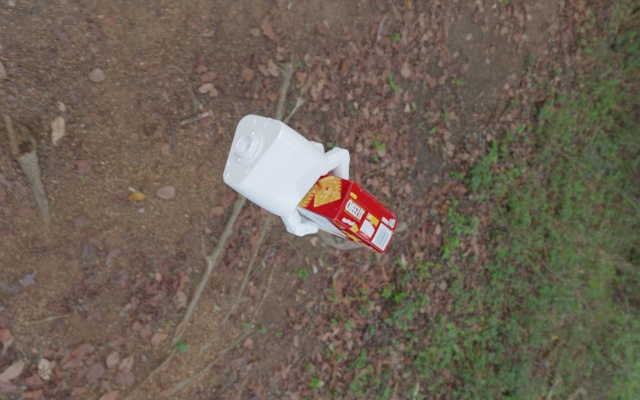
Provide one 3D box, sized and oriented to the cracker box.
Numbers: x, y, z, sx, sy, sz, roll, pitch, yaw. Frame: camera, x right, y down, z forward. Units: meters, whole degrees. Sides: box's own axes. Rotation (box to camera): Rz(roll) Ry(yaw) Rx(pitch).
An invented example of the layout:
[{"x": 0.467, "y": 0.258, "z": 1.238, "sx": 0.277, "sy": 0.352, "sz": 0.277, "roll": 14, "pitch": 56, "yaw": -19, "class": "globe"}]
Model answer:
[{"x": 0.000, "y": 0.003, "z": 0.796, "sx": 0.213, "sy": 0.072, "sz": 0.164, "roll": 20, "pitch": -10, "yaw": 40, "class": "cracker box"}]
